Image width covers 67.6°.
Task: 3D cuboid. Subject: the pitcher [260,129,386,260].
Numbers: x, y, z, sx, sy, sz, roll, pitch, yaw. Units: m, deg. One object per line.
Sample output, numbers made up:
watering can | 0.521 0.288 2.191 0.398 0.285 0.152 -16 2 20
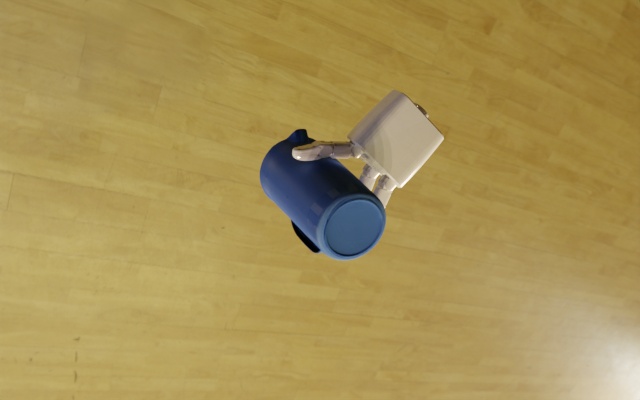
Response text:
pitcher | 0.000 0.002 0.755 0.149 0.145 0.242 45 0 -33
